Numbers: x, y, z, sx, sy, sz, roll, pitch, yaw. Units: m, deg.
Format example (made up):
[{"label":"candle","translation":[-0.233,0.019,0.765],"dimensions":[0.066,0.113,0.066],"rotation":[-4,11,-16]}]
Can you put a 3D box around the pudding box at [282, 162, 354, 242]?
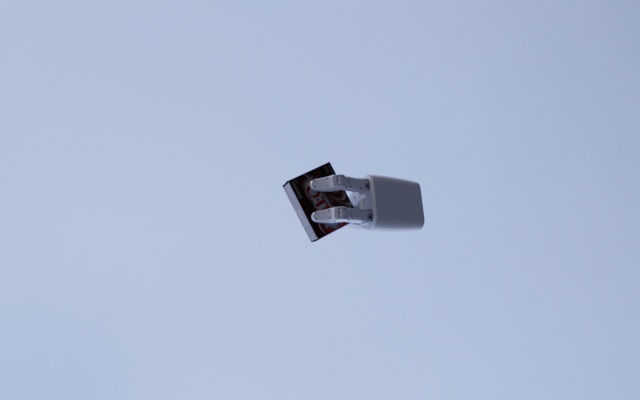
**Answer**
[{"label":"pudding box","translation":[0.000,0.003,0.818],"dimensions":[0.090,0.113,0.039],"rotation":[-27,-4,-29]}]
